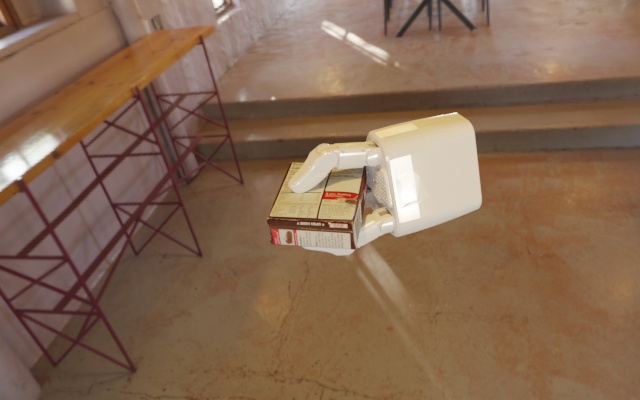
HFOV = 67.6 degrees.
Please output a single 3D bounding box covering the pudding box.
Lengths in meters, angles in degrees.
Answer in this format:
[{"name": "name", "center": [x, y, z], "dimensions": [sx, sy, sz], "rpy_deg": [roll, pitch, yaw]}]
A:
[{"name": "pudding box", "center": [0.000, 0.002, 0.511], "dimensions": [0.090, 0.039, 0.113], "rpy_deg": [2, 34, 11]}]
